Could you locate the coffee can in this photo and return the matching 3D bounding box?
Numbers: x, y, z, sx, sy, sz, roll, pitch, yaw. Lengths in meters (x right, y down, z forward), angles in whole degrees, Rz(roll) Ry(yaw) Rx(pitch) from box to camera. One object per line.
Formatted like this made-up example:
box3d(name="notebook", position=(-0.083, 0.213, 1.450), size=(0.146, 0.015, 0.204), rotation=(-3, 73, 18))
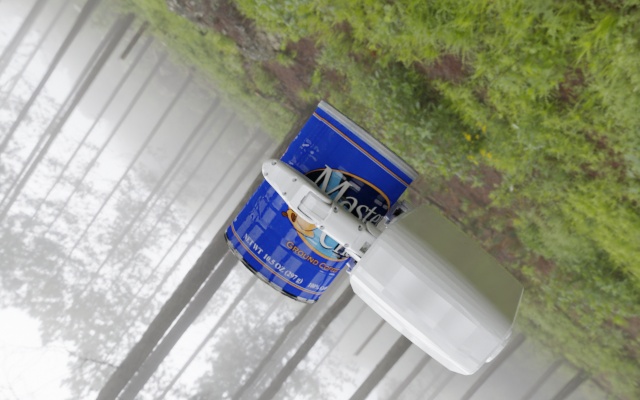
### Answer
box3d(name="coffee can", position=(0.000, 0.001, 0.409), size=(0.103, 0.140, 0.103), rotation=(37, 8, -6))
